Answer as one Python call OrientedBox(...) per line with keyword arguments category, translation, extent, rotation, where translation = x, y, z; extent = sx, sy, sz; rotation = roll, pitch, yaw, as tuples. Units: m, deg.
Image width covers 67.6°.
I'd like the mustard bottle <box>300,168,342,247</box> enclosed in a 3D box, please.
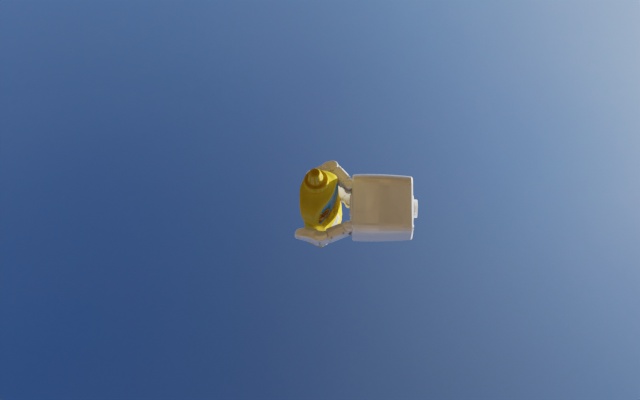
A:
OrientedBox(category="mustard bottle", translation=(0.000, 0.003, 0.850), extent=(0.058, 0.096, 0.192), rotation=(22, -25, 17))
